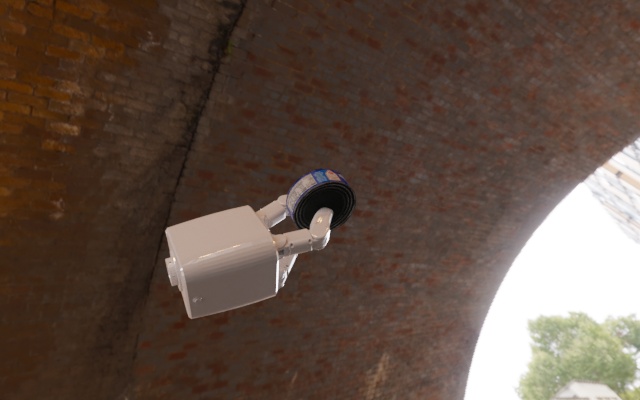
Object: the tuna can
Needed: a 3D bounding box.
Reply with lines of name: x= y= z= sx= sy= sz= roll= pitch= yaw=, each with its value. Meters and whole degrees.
tuna can: x=0.000 y=0.002 z=0.611 sx=0.086 sy=0.086 sz=0.033 roll=0 pitch=37 yaw=-29
